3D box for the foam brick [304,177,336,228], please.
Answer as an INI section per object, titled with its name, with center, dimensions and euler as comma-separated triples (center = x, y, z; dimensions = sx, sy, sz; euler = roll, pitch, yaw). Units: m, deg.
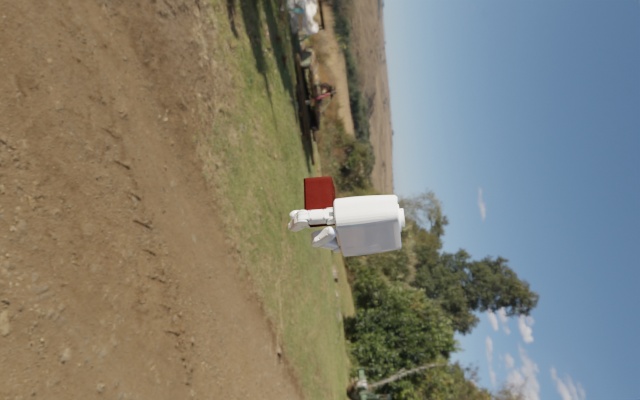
[foam brick]
center = 0.000, 0.003, 0.858
dimensions = 0.051, 0.078, 0.053
euler = -7, -25, 8
